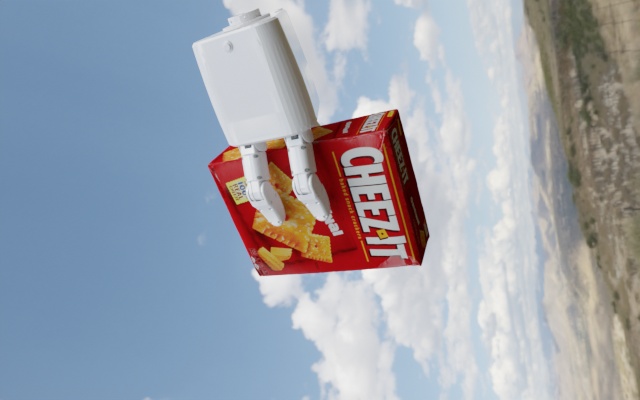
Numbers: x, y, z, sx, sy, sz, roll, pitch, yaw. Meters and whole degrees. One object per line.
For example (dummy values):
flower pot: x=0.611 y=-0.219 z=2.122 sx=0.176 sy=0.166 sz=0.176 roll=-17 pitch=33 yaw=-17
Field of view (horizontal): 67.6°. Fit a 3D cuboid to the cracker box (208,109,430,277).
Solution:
cracker box: x=0.000 y=0.002 z=0.549 sx=0.214 sy=0.164 sz=0.072 roll=-8 pitch=27 yaw=25
